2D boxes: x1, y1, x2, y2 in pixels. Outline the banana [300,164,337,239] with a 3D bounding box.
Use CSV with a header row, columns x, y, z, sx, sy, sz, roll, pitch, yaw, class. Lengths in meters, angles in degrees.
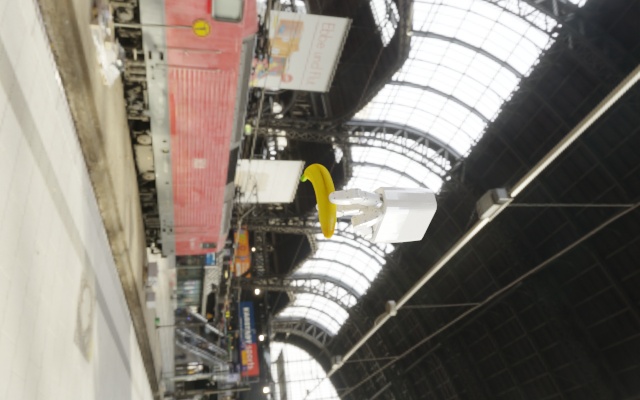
x,y,z,sx,sy,sz,roll,pitch,yaw,class
0.003,-0.014,0.891,0.037,0.070,0.197,1,35,-16,banana
